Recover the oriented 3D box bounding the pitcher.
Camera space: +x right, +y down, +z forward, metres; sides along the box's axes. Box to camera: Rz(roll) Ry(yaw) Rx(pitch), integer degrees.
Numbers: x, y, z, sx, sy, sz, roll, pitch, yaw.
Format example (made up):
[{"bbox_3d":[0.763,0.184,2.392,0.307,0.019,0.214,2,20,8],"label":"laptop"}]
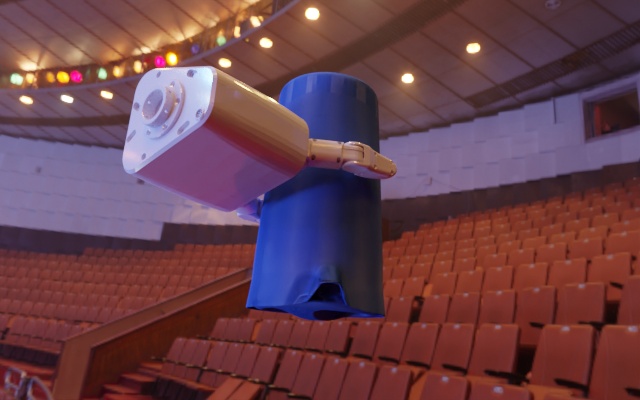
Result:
[{"bbox_3d":[0.000,0.002,0.501,0.149,0.242,0.145,-9,-21,37],"label":"pitcher"}]
